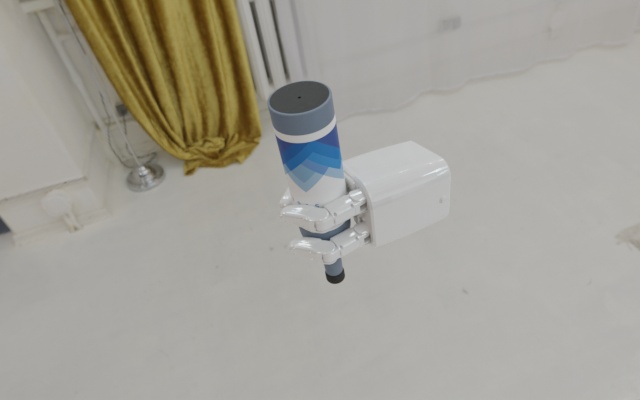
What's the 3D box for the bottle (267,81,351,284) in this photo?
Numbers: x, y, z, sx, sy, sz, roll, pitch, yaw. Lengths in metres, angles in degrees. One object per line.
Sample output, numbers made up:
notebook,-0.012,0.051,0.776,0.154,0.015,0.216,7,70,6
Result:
bottle,0.000,0.002,0.582,0.069,0.296,0.069,-6,43,6
